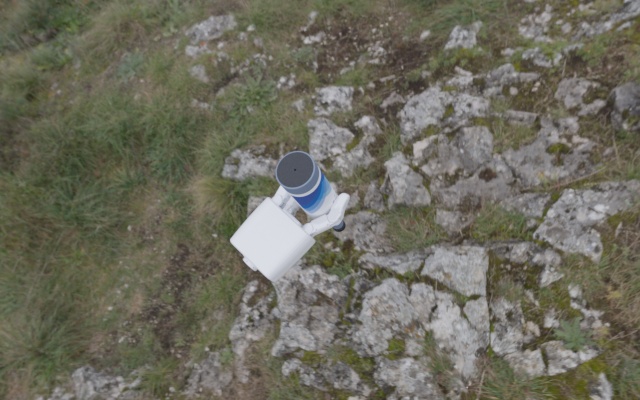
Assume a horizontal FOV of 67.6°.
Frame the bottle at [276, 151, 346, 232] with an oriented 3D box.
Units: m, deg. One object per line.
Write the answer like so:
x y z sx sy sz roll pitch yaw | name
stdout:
0.000 0.003 0.885 0.069 0.069 0.296 0 -21 17 | bottle
